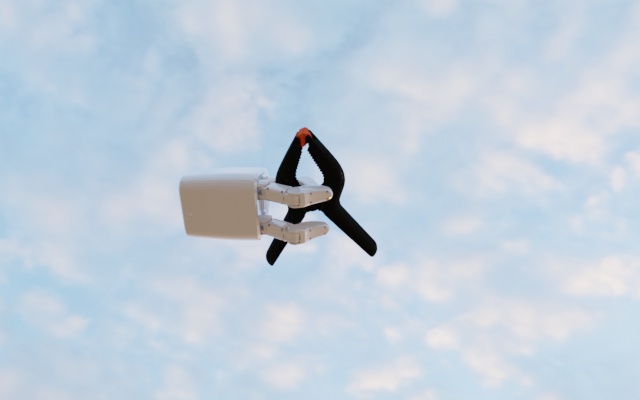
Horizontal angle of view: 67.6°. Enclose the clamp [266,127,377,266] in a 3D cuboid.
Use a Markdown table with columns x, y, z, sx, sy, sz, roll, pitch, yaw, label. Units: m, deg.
| x | y | z | sx | sy | sz | roll | pitch | yaw | label |
| --- | --- | --- | --- | --- | --- | --- | --- | --- | --- |
| 0.000 | 0.001 | 0.667 | 0.164 | 0.210 | 0.036 | 0 | 27 | 1 | clamp |
